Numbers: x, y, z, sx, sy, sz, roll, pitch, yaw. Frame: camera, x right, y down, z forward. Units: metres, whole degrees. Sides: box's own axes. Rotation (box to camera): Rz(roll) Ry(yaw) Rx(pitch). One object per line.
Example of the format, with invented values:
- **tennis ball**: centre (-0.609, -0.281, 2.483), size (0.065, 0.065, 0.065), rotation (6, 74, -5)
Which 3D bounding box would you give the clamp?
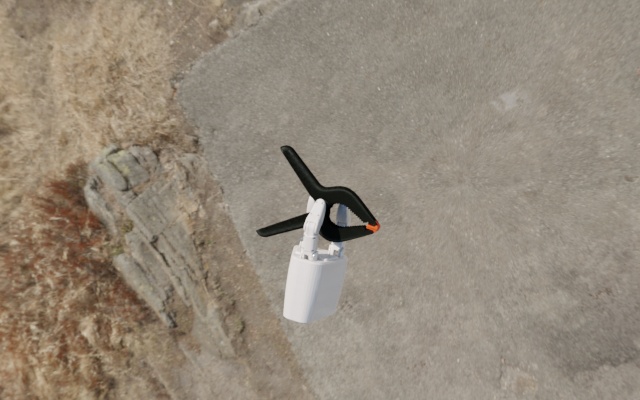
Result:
- **clamp**: centre (0.000, 0.003, 0.799), size (0.210, 0.164, 0.036), rotation (13, 9, 16)
